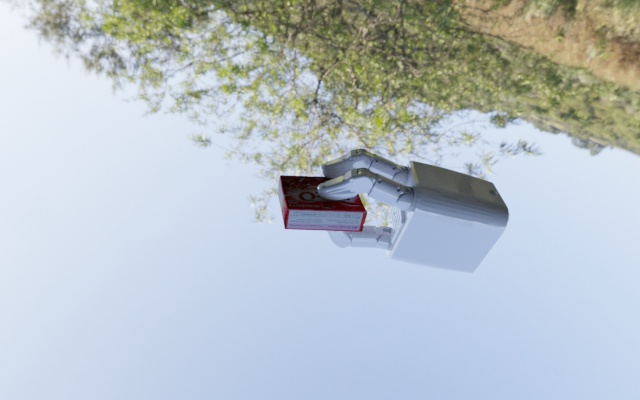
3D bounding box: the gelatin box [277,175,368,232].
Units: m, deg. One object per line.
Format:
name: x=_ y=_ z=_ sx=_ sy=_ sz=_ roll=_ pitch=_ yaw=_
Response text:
gelatin box: x=0.000 y=0.002 z=0.532 sx=0.089 sy=0.030 sz=0.073 roll=2 pitch=32 yaw=-13
